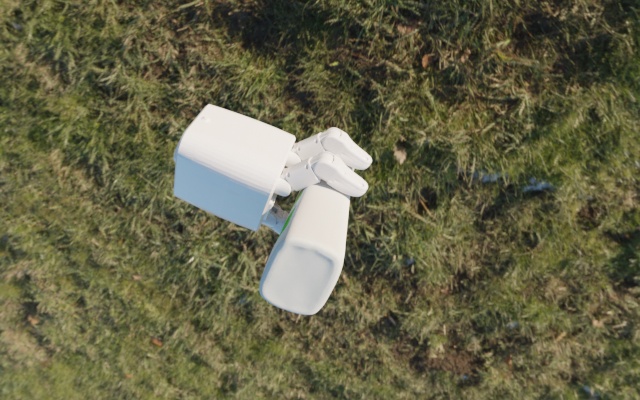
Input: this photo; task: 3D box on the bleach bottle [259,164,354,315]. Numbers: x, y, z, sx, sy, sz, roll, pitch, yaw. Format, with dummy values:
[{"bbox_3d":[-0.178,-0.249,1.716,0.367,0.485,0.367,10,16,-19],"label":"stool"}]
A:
[{"bbox_3d":[0.000,0.002,0.545,0.068,0.103,0.250,22,36,-5],"label":"bleach bottle"}]
